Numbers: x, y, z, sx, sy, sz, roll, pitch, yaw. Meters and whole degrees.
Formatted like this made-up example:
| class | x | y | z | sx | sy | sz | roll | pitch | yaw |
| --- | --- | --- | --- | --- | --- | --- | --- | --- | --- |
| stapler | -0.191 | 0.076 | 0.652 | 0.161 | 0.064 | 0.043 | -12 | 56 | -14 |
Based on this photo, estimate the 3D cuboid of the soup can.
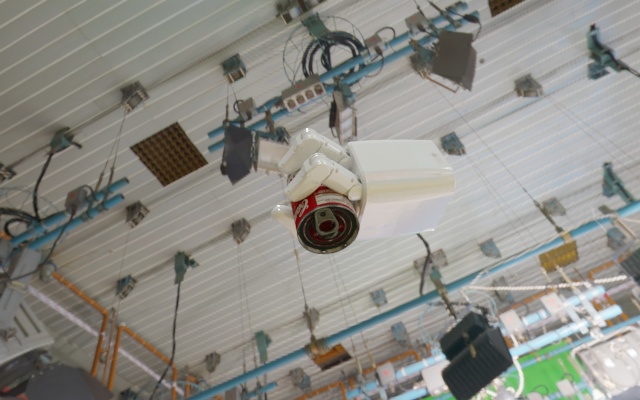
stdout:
| class | x | y | z | sx | sy | sz | roll | pitch | yaw |
| --- | --- | --- | --- | --- | --- | --- | --- | --- | --- |
| soup can | 0.000 | 0.002 | 0.543 | 0.068 | 0.069 | 0.102 | 0 | 37 | -13 |
